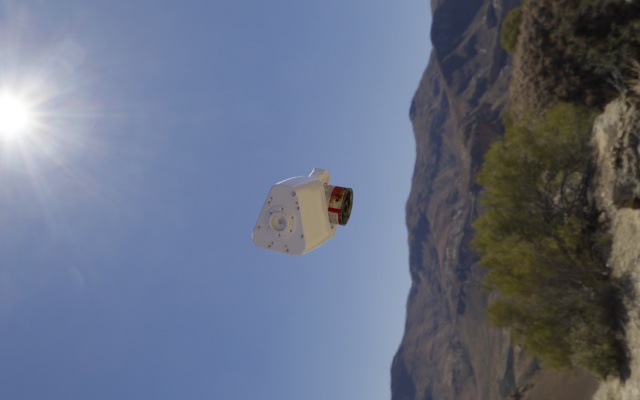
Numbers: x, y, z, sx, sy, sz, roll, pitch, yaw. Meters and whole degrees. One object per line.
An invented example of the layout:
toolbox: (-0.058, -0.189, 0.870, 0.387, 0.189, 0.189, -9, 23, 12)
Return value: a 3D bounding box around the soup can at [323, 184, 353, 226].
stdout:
soup can: (0.000, 0.003, 0.850, 0.102, 0.068, 0.068, 10, 3, 17)
